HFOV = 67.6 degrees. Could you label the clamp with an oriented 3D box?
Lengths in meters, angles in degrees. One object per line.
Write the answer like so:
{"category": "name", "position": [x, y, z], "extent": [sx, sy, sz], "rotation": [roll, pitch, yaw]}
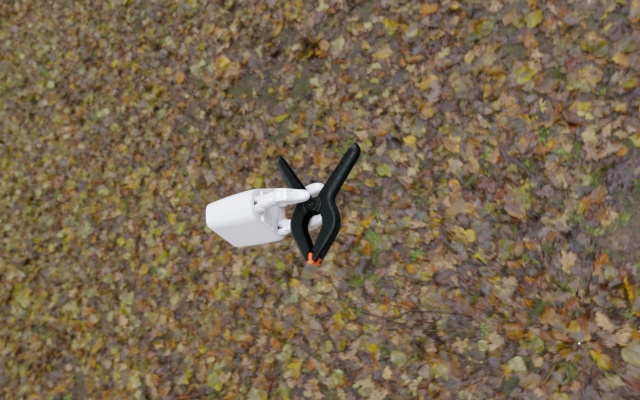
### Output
{"category": "clamp", "position": [0.000, 0.003, 0.811], "extent": [0.164, 0.210, 0.036], "rotation": [-15, -21, 27]}
